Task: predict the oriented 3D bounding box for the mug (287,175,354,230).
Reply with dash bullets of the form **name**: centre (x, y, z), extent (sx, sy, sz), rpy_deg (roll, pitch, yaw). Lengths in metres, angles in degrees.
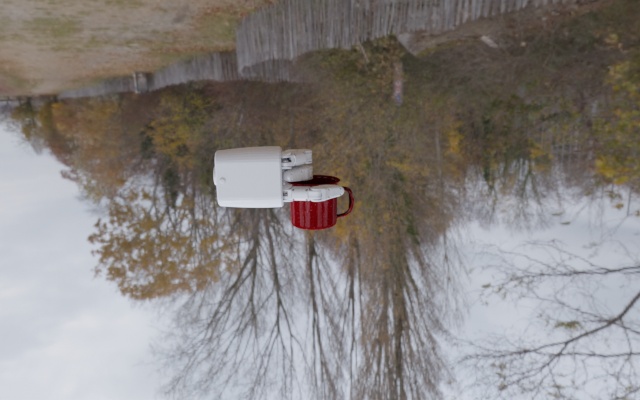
- **mug**: centre (0.002, 0.003, 0.838), extent (0.117, 0.081, 0.093), rpy_deg (0, 13, 1)
